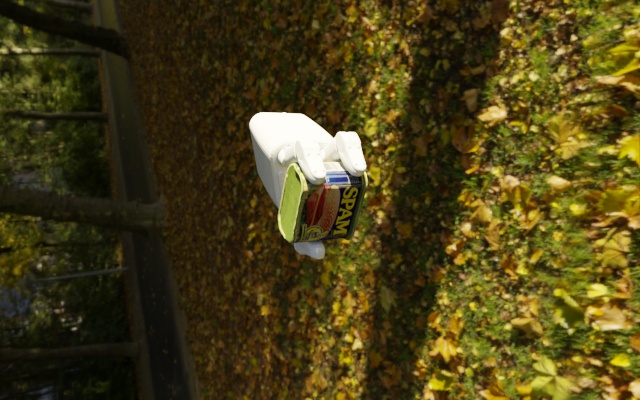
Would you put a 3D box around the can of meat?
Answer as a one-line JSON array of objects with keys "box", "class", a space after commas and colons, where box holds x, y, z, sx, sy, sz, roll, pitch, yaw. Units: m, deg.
[{"box": [0.000, 0.002, 0.582, 0.084, 0.102, 0.057, -3, 34, -26], "class": "can of meat"}]
